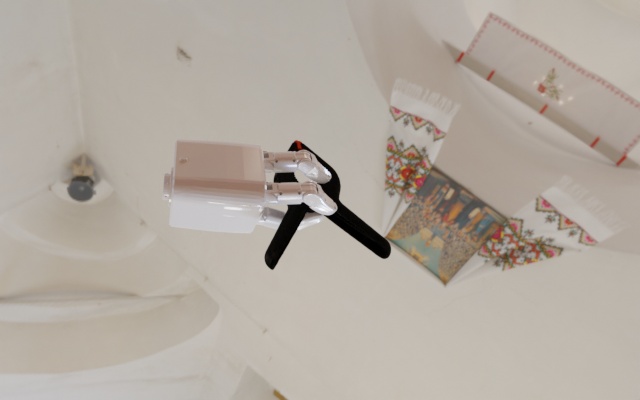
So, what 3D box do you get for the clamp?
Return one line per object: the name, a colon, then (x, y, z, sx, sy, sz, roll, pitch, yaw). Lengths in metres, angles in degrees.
clamp: (0.000, 0.002, 0.642, 0.164, 0.209, 0.036, 4, -41, -17)
